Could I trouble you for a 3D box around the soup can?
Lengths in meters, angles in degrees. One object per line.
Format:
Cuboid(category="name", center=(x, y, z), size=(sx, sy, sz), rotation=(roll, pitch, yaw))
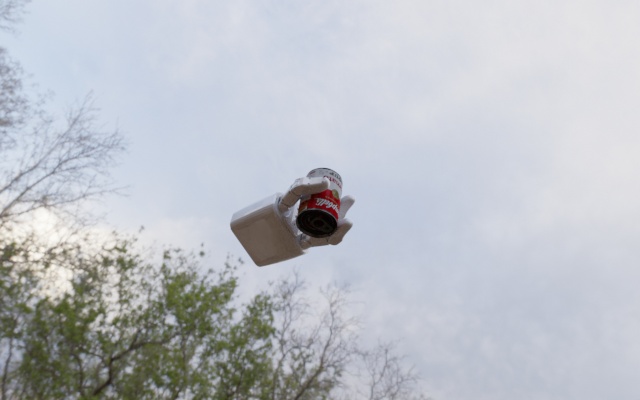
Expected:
Cuboid(category="soup can", center=(0.001, 0.002, 0.795), size=(0.068, 0.069, 0.102), rotation=(5, 45, 5))
